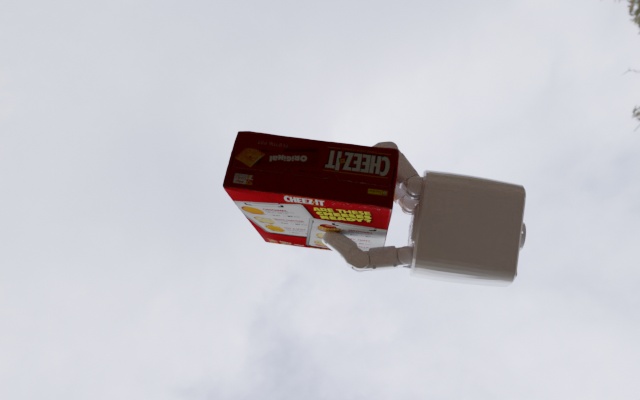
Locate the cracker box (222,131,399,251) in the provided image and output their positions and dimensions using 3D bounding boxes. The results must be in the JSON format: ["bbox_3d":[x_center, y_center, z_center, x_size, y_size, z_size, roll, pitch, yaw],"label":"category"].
[{"bbox_3d":[0.000,0.002,0.550,0.164,0.072,0.214,7,-18,7],"label":"cracker box"}]
